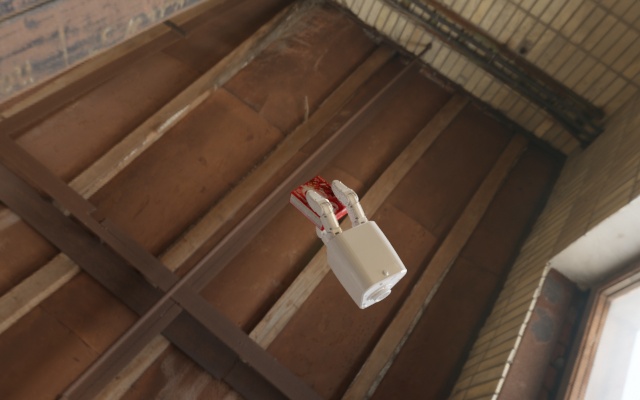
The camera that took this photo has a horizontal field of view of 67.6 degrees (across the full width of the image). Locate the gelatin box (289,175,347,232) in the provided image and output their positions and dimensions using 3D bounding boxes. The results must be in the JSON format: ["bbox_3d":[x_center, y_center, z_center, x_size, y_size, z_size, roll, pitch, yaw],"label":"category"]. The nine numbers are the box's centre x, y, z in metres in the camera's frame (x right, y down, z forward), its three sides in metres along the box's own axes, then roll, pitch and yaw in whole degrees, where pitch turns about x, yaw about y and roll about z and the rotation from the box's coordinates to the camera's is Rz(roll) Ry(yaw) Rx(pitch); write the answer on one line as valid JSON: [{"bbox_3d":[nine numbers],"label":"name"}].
[{"bbox_3d":[0.000,0.003,0.859,0.089,0.030,0.073,41,53,21],"label":"gelatin box"}]
